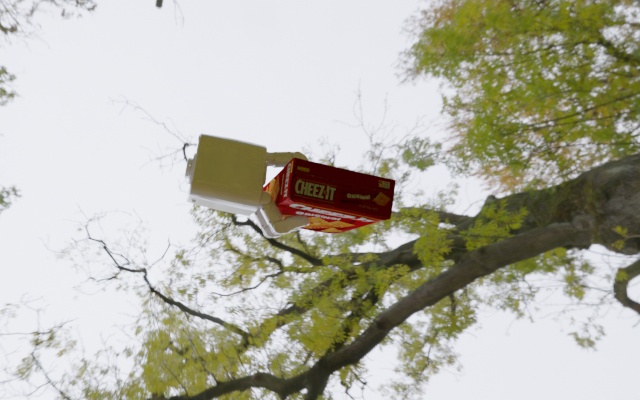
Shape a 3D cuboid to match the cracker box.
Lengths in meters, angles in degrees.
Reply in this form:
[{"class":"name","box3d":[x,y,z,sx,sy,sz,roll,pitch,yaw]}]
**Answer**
[{"class":"cracker box","box3d":[0.000,0.002,0.789,0.164,0.072,0.214,11,-13,-17]}]
